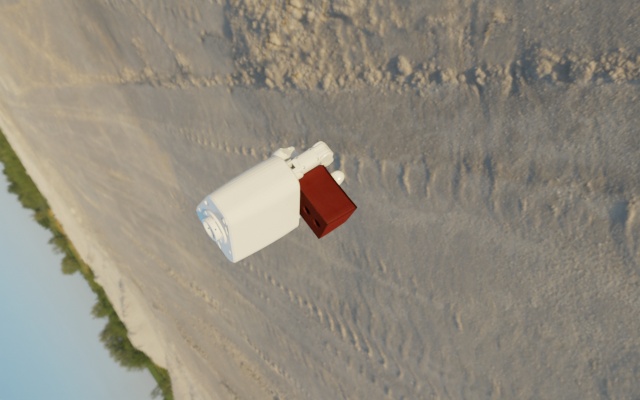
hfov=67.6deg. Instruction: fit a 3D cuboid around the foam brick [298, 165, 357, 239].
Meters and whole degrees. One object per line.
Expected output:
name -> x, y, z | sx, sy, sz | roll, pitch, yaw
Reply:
foam brick -> 0.000, 0.002, 0.641 | 0.051, 0.078, 0.053 | -32, -14, -27
